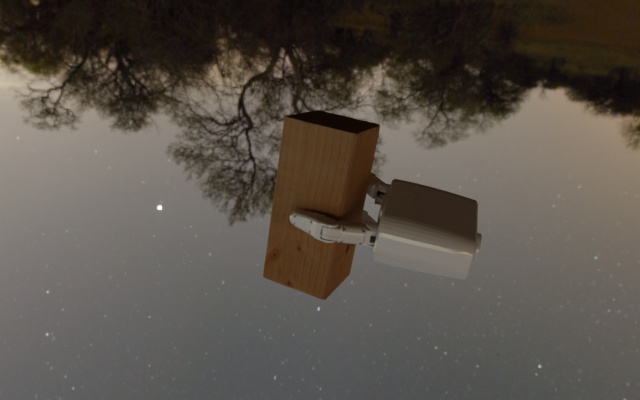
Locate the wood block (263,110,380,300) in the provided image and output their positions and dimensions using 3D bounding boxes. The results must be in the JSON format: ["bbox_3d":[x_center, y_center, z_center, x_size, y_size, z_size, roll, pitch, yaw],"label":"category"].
[{"bbox_3d":[0.000,0.002,0.590,0.090,0.206,0.091,17,21,20],"label":"wood block"}]
